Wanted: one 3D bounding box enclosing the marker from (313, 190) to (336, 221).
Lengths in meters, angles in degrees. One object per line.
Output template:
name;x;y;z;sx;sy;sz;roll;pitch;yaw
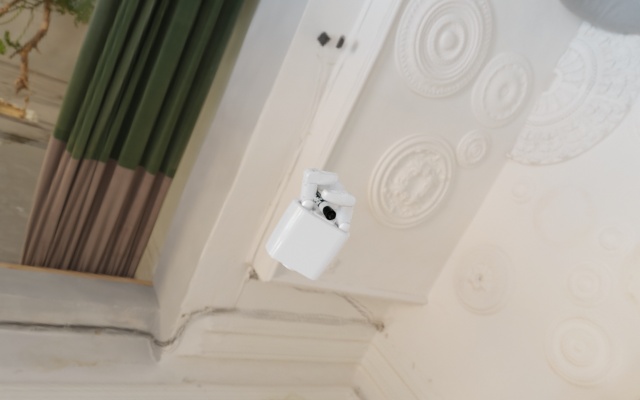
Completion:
marker;0.000;0.003;0.809;0.020;0.020;0.121;0;23;-20
